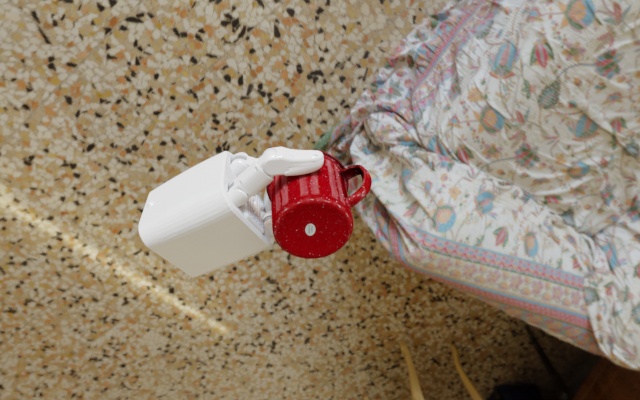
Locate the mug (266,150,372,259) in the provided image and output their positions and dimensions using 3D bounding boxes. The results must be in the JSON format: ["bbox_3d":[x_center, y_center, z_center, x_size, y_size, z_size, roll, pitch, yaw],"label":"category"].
[{"bbox_3d":[0.001,0.001,0.498,0.117,0.093,0.081,-25,35,11],"label":"mug"}]
